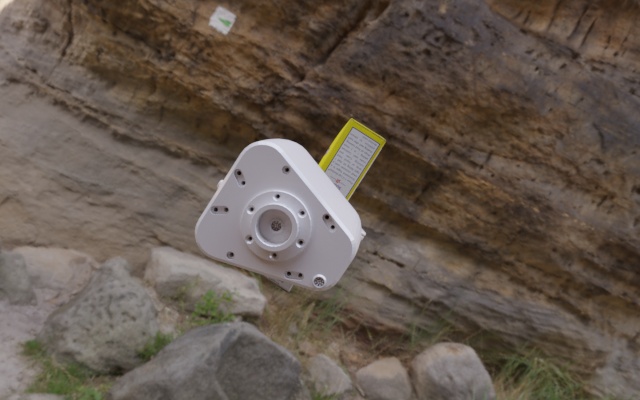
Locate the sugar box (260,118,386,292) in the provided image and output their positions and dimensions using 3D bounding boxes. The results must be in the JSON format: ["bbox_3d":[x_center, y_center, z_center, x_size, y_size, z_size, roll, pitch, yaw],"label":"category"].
[{"bbox_3d":[0.000,0.001,0.497,0.048,0.176,0.093,34,7,-2],"label":"sugar box"}]
